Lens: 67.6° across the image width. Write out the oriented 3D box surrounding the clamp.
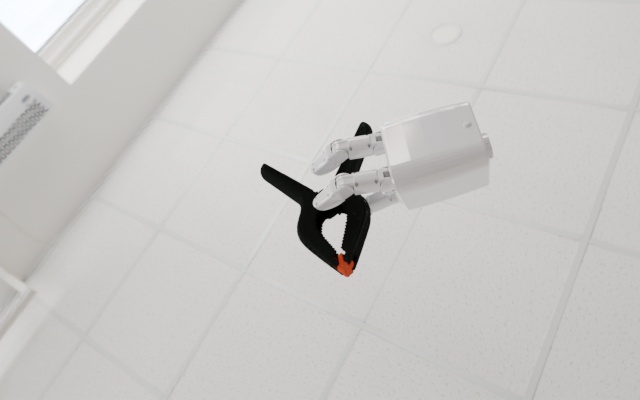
[{"bbox_3d":[0.001,0.003,0.606,0.164,0.209,0.036,-17,-36,15],"label":"clamp"}]
